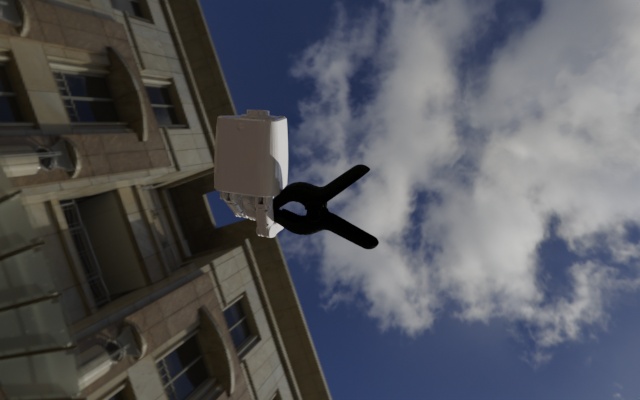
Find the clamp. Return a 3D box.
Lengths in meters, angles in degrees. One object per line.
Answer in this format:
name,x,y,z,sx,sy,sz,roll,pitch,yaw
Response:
clamp,0.000,0.002,0.671,0.171,0.120,0.039,7,16,17
